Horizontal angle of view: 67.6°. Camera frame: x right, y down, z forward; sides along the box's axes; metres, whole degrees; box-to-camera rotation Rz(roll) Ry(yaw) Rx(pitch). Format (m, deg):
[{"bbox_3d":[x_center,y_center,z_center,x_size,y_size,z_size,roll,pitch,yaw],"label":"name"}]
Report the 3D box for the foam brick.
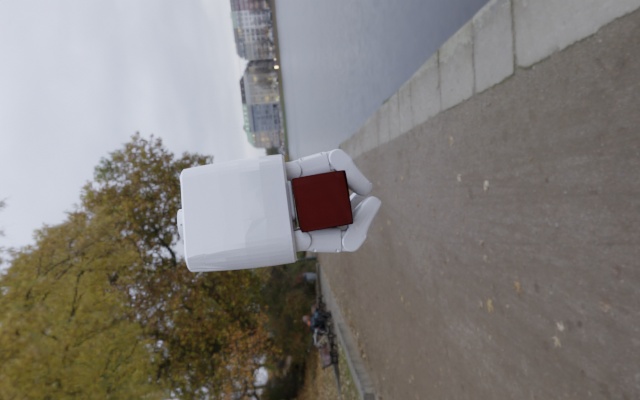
[{"bbox_3d":[0.000,0.001,0.479,0.051,0.053,0.078,-9,-1,-4],"label":"foam brick"}]
